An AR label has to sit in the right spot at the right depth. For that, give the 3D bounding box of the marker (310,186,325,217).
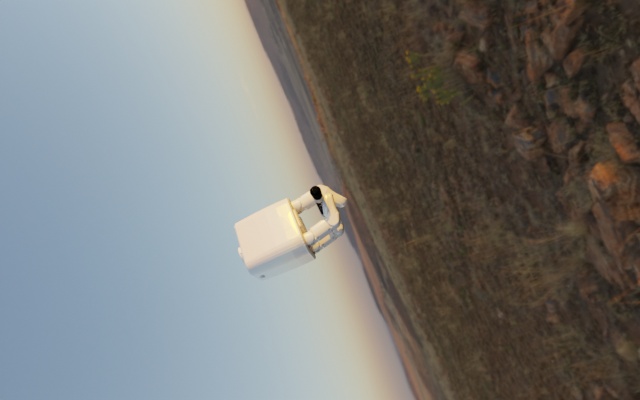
[{"bbox_3d":[0.000,0.003,0.819,0.020,0.020,0.121,0,-19,9],"label":"marker"}]
